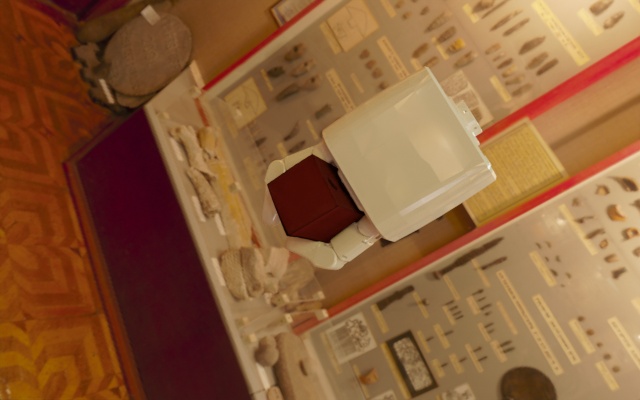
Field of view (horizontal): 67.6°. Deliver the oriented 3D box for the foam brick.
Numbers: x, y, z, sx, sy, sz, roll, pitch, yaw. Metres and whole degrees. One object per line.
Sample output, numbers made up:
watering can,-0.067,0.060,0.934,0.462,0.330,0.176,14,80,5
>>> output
foam brick,0.000,0.001,0.421,0.051,0.053,0.078,-32,-22,18
